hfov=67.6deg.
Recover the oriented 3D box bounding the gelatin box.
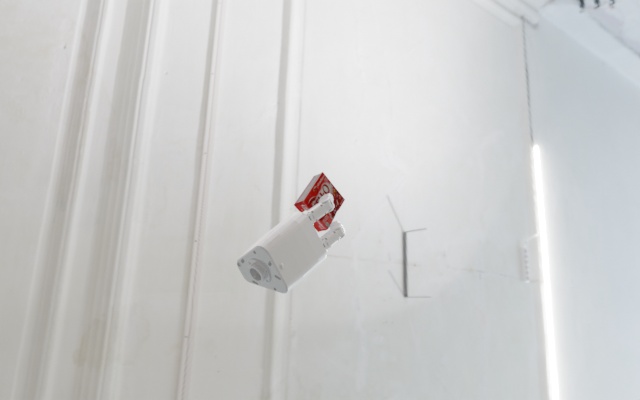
[{"bbox_3d":[0.000,0.003,0.892,0.030,0.073,0.089,-20,28,43],"label":"gelatin box"}]
